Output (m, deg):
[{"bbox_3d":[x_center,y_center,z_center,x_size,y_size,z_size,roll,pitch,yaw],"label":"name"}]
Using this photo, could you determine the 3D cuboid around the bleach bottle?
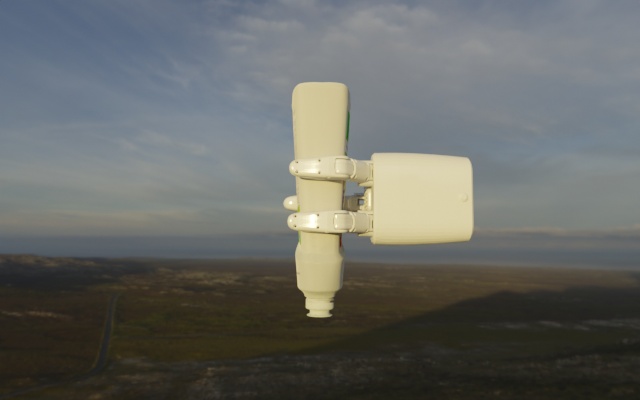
[{"bbox_3d":[0.000,0.002,0.542,0.068,0.251,0.102,0,-5,0],"label":"bleach bottle"}]
